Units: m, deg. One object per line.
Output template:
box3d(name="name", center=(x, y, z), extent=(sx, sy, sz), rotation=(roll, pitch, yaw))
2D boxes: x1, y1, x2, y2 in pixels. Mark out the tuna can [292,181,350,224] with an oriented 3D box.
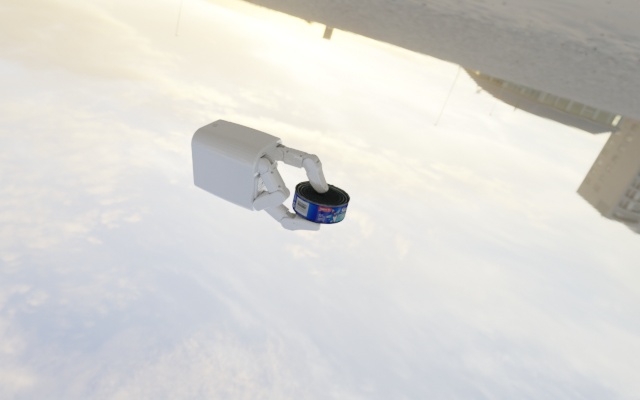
box3d(name="tuna can", center=(0.000, 0.003, 0.726), extent=(0.086, 0.034, 0.086), rotation=(11, 24, -5))
